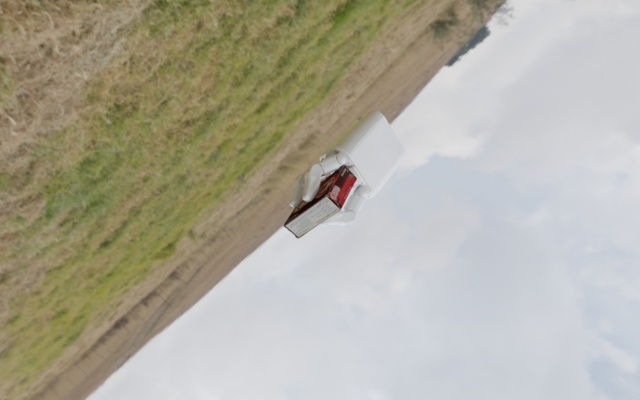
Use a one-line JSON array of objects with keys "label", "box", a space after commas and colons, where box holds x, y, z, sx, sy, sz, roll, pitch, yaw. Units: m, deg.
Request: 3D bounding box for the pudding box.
[{"label": "pudding box", "box": [0.000, 0.003, 0.775, 0.113, 0.039, 0.090, -38, 13, 39]}]
